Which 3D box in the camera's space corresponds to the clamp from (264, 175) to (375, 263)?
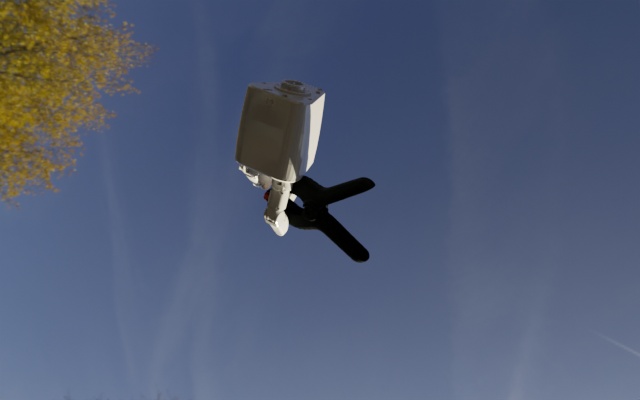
[{"bbox_3d":[0.000,0.002,0.643,0.171,0.120,0.039,24,27,22],"label":"clamp"}]
